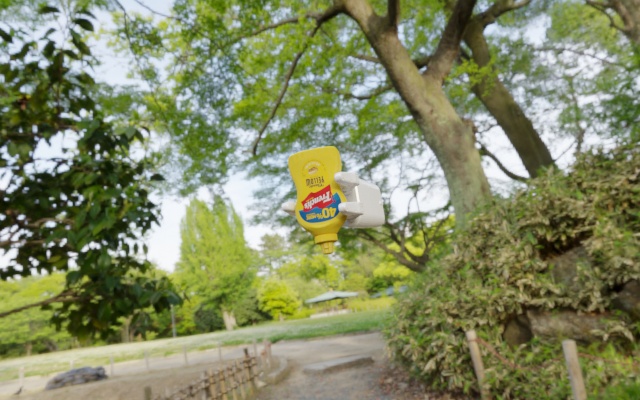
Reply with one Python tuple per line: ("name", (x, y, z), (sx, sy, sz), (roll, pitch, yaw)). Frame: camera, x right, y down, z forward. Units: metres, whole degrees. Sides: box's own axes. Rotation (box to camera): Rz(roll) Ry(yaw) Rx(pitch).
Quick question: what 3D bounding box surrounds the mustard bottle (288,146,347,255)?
("mustard bottle", (0.000, 0.003, 0.870), (0.096, 0.191, 0.058), (-11, -12, 9))
